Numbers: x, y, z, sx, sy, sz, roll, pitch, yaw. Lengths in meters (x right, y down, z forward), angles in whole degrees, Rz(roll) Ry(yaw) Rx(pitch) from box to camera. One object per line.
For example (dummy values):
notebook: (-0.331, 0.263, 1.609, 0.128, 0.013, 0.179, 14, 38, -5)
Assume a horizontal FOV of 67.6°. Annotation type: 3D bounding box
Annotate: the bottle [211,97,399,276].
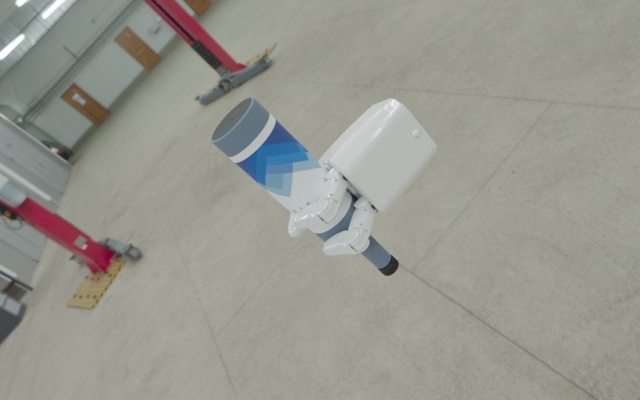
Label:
bottle: (0.000, 0.002, 0.580, 0.296, 0.069, 0.069, 43, -23, -27)
